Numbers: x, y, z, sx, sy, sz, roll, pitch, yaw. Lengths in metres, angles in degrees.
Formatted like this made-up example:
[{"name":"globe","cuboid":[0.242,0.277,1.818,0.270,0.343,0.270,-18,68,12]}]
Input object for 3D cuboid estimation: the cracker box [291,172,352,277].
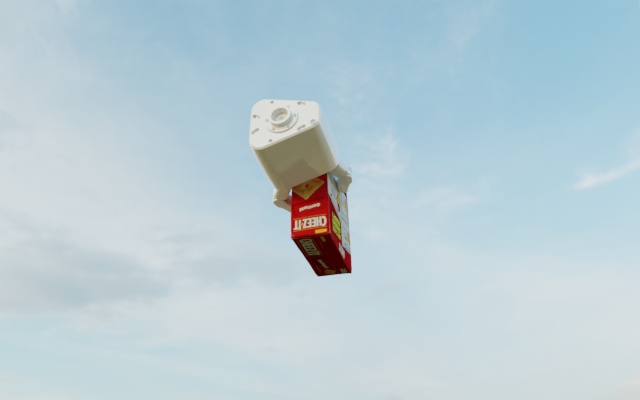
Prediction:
[{"name":"cracker box","cuboid":[0.000,0.003,0.829,0.072,0.213,0.164,-9,-32,12]}]
